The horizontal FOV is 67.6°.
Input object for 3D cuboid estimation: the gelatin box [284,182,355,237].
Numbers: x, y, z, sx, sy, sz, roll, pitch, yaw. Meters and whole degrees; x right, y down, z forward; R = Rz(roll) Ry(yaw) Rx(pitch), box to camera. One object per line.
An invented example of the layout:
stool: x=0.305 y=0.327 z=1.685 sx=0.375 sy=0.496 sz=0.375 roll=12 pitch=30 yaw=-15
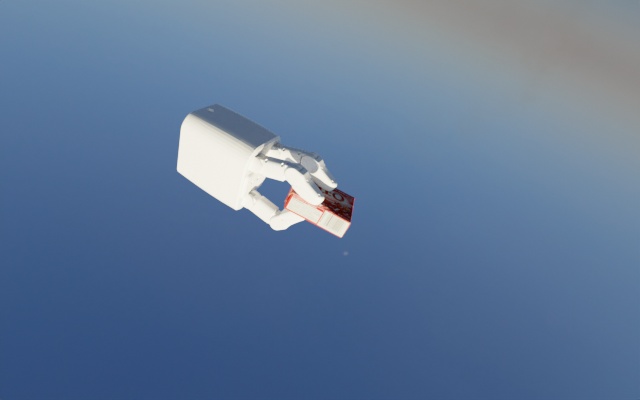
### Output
gelatin box: x=0.000 y=0.003 z=0.646 sx=0.089 sy=0.030 sz=0.073 roll=28 pitch=28 yaw=-6
